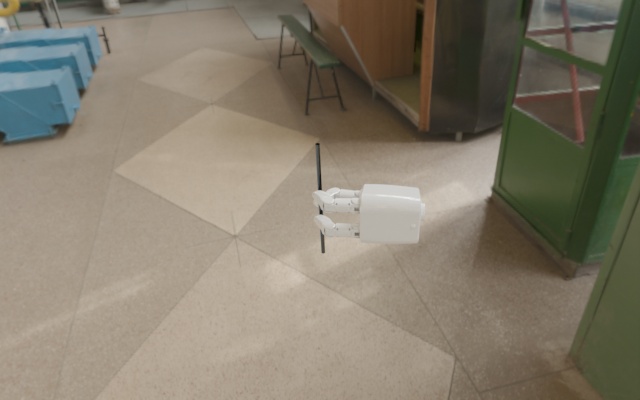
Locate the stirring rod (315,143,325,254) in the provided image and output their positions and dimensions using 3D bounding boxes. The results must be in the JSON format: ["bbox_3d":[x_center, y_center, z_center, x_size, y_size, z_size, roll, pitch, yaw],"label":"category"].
[{"bbox_3d":[0.000,0.003,0.899,0.011,0.240,0.011,-2,32,1],"label":"stirring rod"}]
